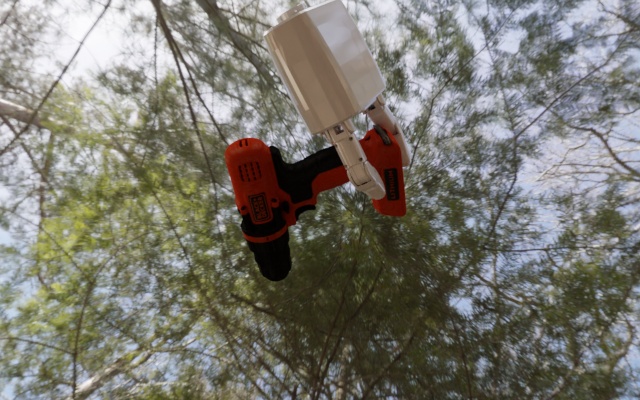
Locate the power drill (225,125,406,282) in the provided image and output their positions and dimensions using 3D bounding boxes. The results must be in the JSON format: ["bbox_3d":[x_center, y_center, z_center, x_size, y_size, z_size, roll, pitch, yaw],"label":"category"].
[{"bbox_3d":[0.000,0.001,0.541,0.187,0.185,0.057,-15,34,-6],"label":"power drill"}]
